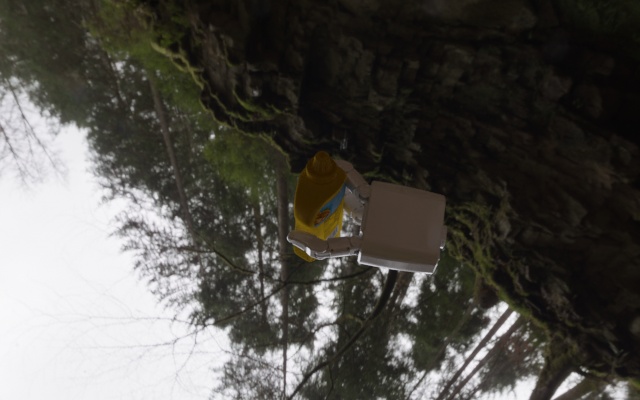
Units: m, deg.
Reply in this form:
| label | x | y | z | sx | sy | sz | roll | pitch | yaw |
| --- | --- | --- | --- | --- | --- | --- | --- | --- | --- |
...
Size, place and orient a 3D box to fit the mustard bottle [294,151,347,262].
| label | x | y | z | sx | sy | sz | roll | pitch | yaw |
| --- | --- | --- | --- | --- | --- | --- | --- | --- | --- |
| mustard bottle | 0.000 | 0.002 | 0.681 | 0.058 | 0.096 | 0.192 | 31 | -33 | 20 |
